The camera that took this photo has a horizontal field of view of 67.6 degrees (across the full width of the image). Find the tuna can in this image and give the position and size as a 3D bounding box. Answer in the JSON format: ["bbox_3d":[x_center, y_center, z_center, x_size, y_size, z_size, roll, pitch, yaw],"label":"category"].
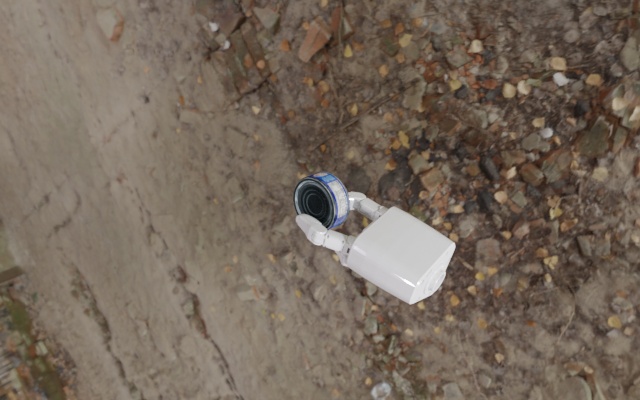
[{"bbox_3d":[0.000,0.002,0.703,0.086,0.086,0.033,0,16,43],"label":"tuna can"}]
